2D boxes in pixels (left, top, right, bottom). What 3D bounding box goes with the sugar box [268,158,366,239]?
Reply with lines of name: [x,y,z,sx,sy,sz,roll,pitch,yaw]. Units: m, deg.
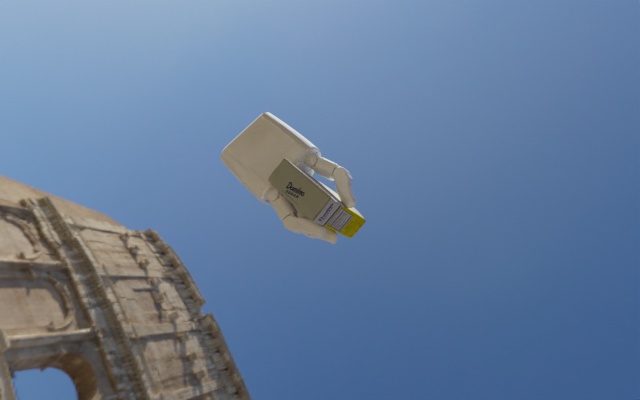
sugar box: [0.000,0.003,0.697,0.093,0.048,0.176,41,6,24]
